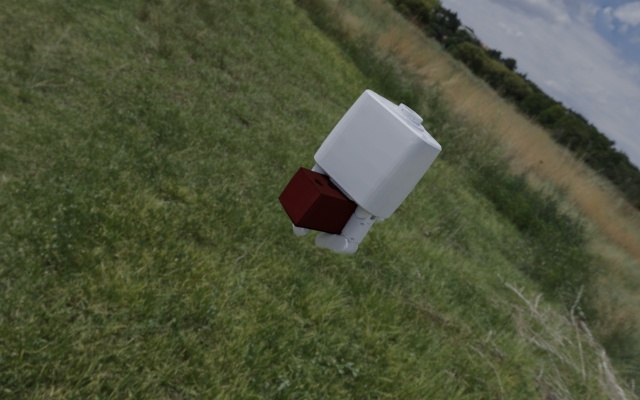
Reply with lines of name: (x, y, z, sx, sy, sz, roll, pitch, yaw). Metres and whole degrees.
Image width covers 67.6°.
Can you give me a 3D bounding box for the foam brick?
foam brick: (0.000, 0.002, 0.569, 0.078, 0.051, 0.053, 15, 30, -46)
